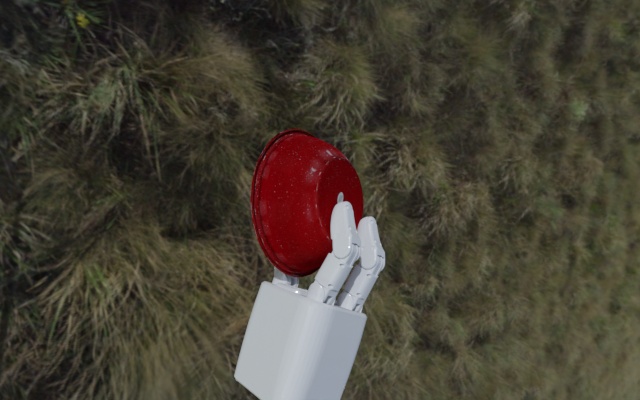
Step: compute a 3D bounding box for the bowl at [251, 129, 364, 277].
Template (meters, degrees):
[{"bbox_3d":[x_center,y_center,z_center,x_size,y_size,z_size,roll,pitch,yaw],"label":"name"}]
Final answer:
[{"bbox_3d":[0.000,0.000,0.509,0.055,0.162,0.162,-3,-2,35],"label":"bowl"}]
